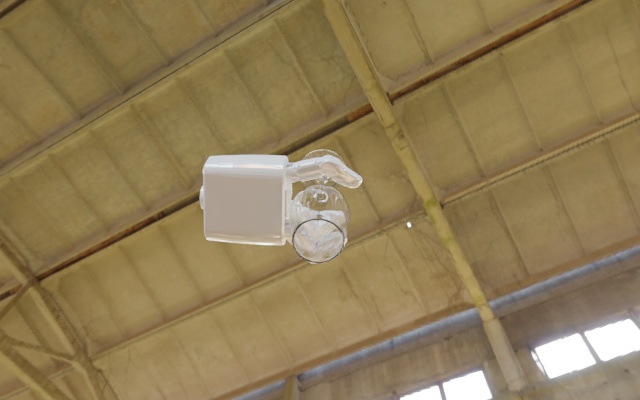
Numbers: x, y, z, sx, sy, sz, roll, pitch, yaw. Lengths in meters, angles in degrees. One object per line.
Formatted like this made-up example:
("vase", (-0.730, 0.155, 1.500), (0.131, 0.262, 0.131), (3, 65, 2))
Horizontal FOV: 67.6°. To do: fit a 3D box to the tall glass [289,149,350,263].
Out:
("tall glass", (0.000, 0.002, 0.644), (0.079, 0.079, 0.201), (0, 27, 1))
